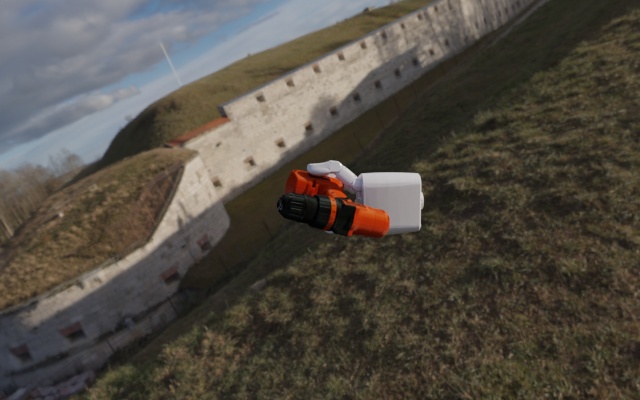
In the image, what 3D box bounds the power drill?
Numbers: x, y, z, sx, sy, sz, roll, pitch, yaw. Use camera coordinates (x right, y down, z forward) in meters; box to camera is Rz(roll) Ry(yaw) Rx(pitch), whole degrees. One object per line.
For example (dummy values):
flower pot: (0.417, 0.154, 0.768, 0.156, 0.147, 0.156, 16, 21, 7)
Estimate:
power drill: (0.000, 0.002, 0.788, 0.184, 0.057, 0.187, 14, 14, -23)
